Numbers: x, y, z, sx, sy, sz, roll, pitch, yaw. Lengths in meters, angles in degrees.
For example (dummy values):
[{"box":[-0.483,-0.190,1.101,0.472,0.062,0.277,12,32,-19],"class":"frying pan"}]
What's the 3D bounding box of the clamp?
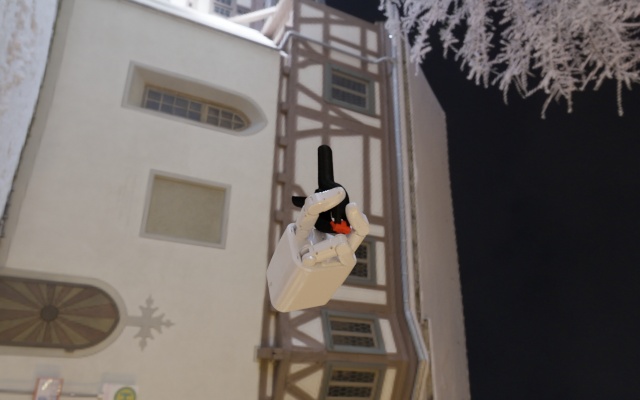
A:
[{"box":[0.001,0.003,0.760,0.039,0.120,0.171,12,37,-25],"class":"clamp"}]
